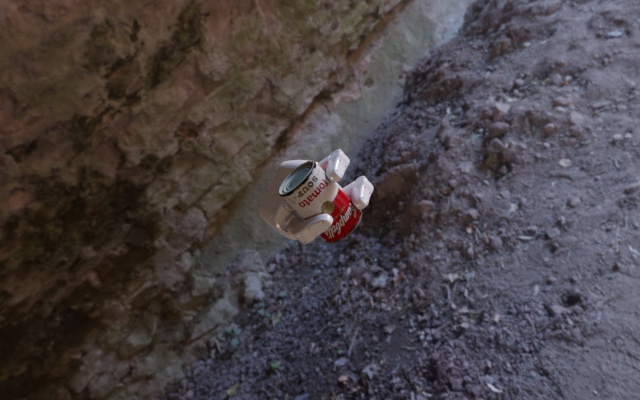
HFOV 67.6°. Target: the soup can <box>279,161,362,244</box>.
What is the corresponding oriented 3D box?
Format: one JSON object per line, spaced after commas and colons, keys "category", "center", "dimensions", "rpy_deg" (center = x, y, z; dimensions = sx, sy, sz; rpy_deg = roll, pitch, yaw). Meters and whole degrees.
{"category": "soup can", "center": [0.000, 0.002, 0.660], "dimensions": [0.102, 0.068, 0.068], "rpy_deg": [46, -21, -21]}
